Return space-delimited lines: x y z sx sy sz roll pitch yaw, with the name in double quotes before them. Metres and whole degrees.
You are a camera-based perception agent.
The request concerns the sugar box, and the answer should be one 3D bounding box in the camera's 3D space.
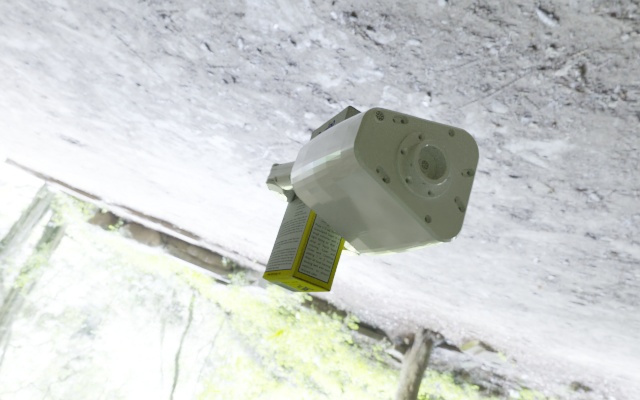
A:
"sugar box" 0.001 0.002 0.478 0.048 0.176 0.093 27 -19 -19
